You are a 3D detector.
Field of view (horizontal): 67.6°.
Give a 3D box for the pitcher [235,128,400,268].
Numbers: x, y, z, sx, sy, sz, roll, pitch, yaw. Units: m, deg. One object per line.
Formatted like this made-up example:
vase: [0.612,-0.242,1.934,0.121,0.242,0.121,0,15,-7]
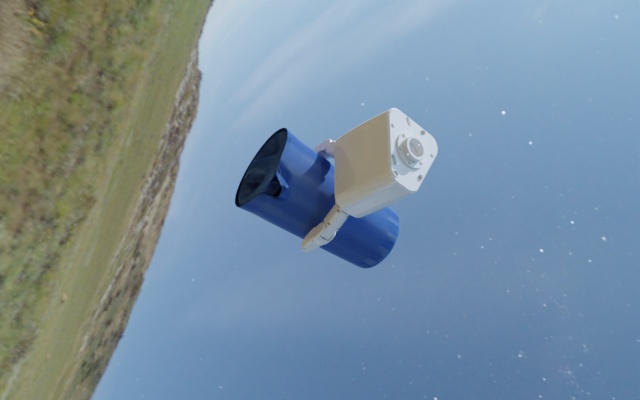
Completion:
pitcher: [0.000,0.002,0.742,0.243,0.149,0.145,32,-35,-24]
